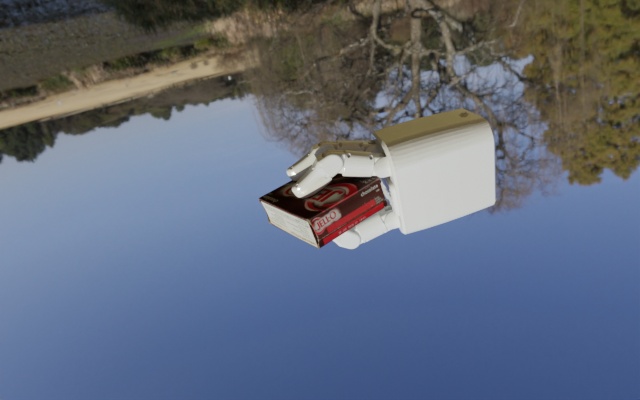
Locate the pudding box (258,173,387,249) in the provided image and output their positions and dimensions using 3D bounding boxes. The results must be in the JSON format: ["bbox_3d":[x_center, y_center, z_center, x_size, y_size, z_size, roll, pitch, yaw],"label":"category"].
[{"bbox_3d":[0.000,0.002,0.502,0.090,0.039,0.113,-29,23,-24],"label":"pudding box"}]
